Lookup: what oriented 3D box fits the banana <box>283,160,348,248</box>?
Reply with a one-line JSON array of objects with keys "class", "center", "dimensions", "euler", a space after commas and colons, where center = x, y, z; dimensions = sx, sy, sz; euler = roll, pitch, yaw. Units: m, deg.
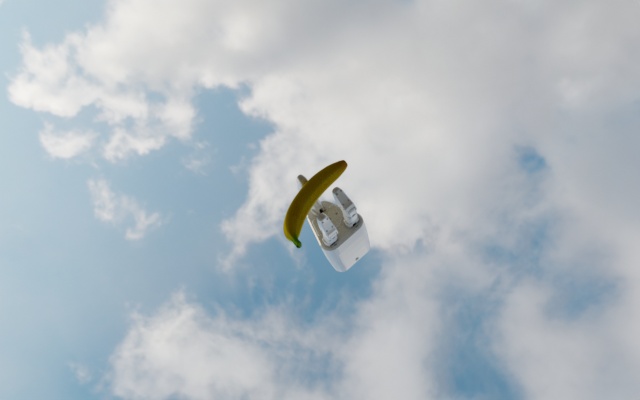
[{"class": "banana", "center": [-0.017, 0.002, 0.861], "dimensions": [0.069, 0.197, 0.037], "euler": [12, -31, 30]}]
